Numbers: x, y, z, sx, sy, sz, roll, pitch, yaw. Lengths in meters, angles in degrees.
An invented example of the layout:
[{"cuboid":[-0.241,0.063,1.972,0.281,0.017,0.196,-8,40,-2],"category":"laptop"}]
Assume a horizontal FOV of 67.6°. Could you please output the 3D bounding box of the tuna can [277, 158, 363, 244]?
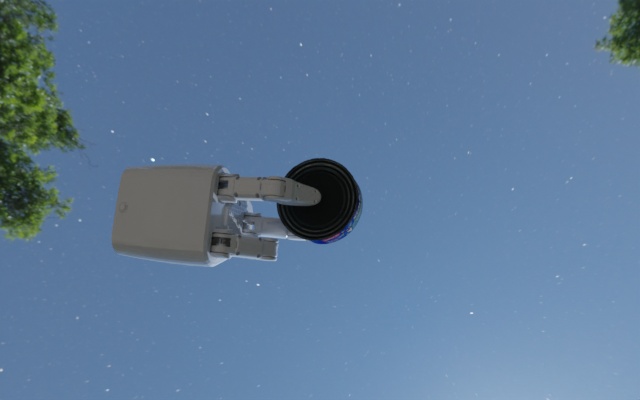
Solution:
[{"cuboid":[0.000,0.002,0.496,0.086,0.086,0.034,0,-13,16],"category":"tuna can"}]
